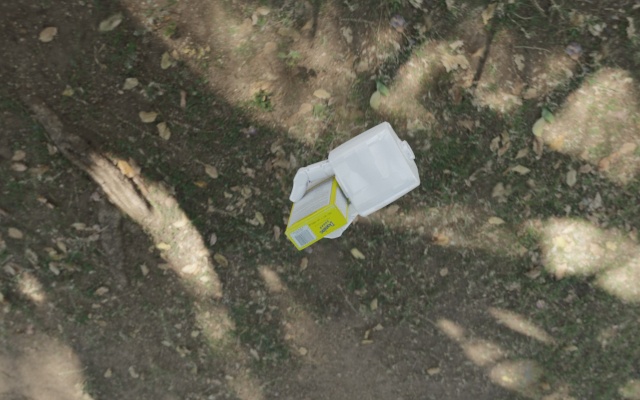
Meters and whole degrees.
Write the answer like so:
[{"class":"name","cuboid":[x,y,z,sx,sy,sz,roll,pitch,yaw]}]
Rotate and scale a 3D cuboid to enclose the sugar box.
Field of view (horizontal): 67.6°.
[{"class":"sugar box","cuboid":[0.001,0.003,0.790,0.093,0.048,0.176,-30,18,19]}]
